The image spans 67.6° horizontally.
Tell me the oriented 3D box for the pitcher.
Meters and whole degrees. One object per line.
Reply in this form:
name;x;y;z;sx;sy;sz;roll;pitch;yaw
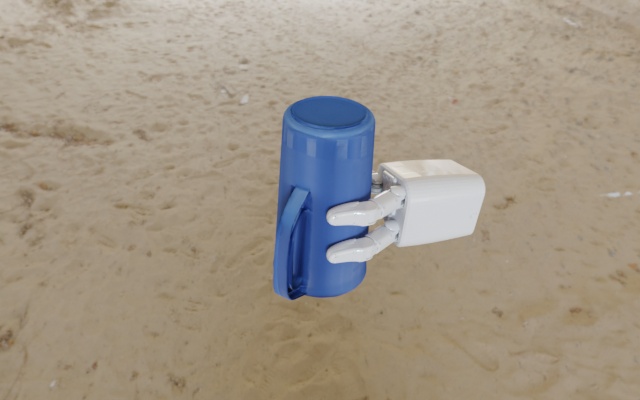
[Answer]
pitcher;0.000;0.002;0.608;0.145;0.243;0.149;-6;36;-13
